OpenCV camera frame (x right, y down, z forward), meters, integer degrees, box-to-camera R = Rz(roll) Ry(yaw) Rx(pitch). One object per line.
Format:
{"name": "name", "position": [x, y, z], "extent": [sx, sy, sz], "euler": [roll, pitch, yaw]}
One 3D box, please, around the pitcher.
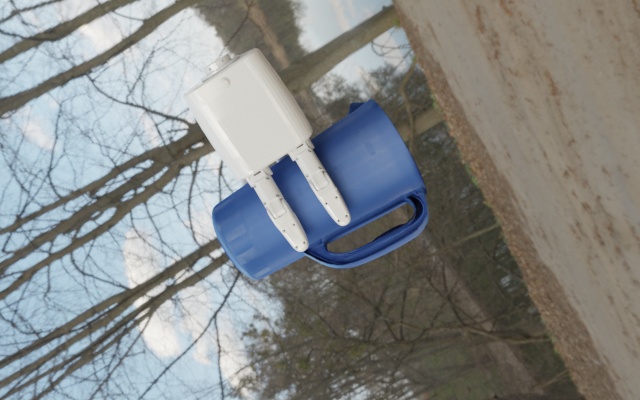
{"name": "pitcher", "position": [0.000, 0.002, 0.578], "extent": [0.243, 0.145, 0.149], "euler": [-31, 22, 4]}
